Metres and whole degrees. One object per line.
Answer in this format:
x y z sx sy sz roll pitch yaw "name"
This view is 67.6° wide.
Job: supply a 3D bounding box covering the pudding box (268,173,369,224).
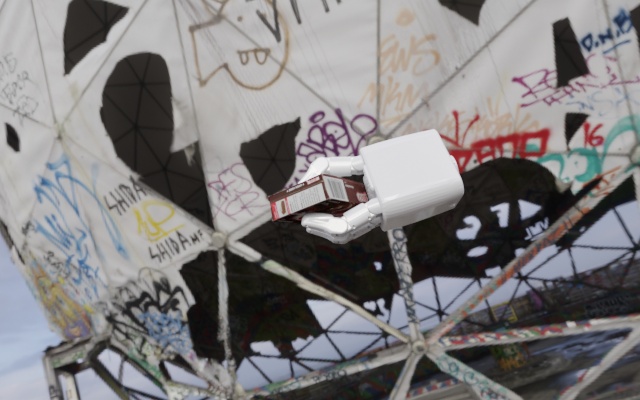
0.000 0.002 0.633 0.090 0.039 0.113 -23 -19 28 "pudding box"
